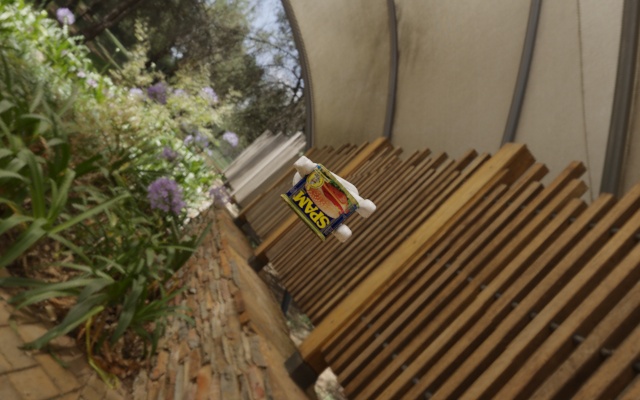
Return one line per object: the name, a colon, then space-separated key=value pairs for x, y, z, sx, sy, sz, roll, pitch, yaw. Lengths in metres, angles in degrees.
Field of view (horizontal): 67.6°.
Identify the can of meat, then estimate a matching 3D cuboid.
can of meat: x=0.000 y=0.002 z=0.776 sx=0.084 sy=0.102 sz=0.057 roll=-43 pitch=-3 yaw=-7
